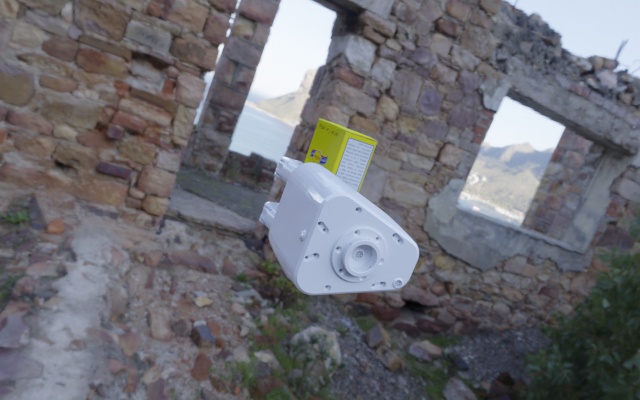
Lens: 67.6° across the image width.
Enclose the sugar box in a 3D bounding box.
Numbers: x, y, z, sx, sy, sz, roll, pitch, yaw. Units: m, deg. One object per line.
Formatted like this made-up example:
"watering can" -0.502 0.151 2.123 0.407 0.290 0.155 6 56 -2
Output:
"sugar box" 0.000 0.002 0.543 0.048 0.176 0.093 17 10 -22
